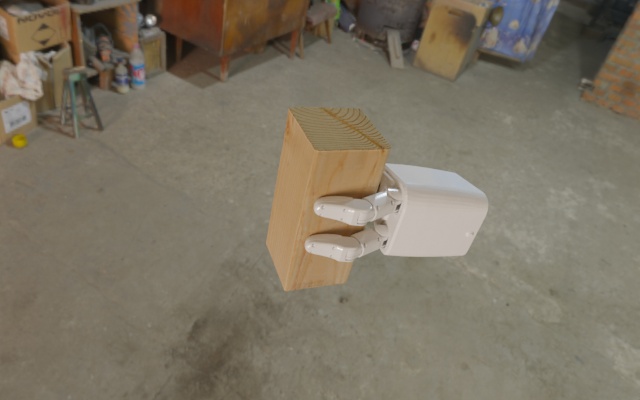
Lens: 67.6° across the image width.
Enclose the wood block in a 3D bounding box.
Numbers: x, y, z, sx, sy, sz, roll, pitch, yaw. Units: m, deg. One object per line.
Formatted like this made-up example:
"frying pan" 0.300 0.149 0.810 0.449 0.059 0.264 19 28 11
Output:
"wood block" 0.000 0.002 0.571 0.090 0.206 0.090 -4 40 -22
